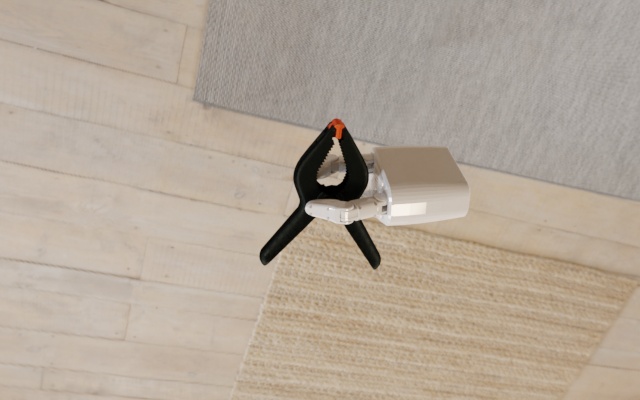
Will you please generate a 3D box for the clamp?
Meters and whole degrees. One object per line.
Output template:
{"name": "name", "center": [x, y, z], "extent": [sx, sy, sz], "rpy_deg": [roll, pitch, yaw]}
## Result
{"name": "clamp", "center": [0.000, 0.002, 0.608], "extent": [0.164, 0.210, 0.036], "rpy_deg": [-3, 25, -6]}
